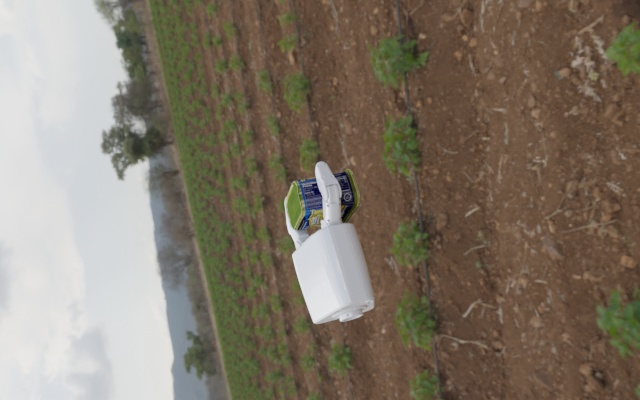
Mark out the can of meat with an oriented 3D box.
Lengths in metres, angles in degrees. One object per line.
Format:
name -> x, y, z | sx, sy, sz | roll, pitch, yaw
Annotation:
can of meat -> 0.000, 0.002, 0.687 | 0.084, 0.057, 0.102 | -11, -19, -16
